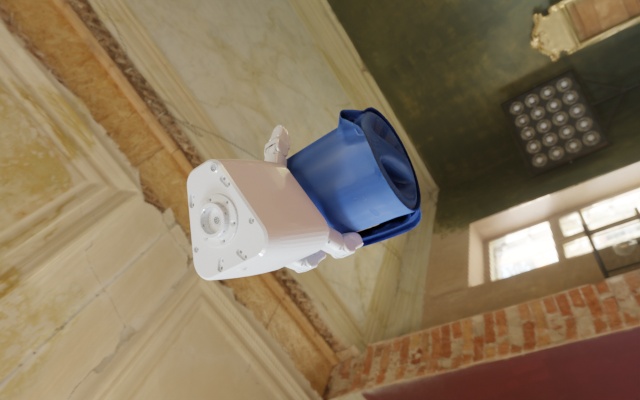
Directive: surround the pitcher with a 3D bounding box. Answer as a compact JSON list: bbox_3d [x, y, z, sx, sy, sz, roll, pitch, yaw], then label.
[{"bbox_3d":[0.000,0.002,0.612,0.243,0.149,0.145,-26,-10,27],"label":"pitcher"}]
